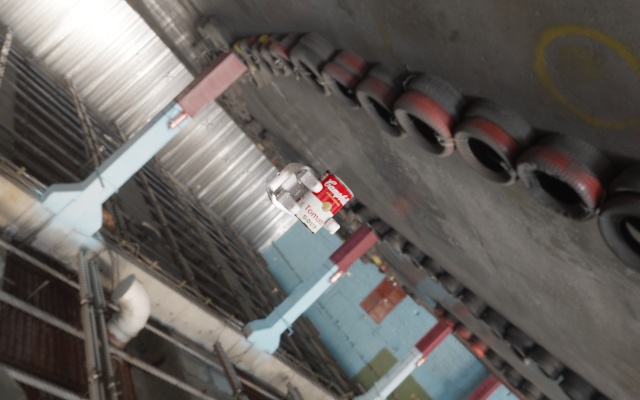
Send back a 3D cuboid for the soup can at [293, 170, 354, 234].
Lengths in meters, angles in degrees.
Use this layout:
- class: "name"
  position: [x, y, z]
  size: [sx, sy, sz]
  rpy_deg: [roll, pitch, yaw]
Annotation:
- class: "soup can"
  position: [0.000, 0.003, 0.864]
  size: [0.102, 0.068, 0.068]
  rpy_deg: [-44, 3, -3]
